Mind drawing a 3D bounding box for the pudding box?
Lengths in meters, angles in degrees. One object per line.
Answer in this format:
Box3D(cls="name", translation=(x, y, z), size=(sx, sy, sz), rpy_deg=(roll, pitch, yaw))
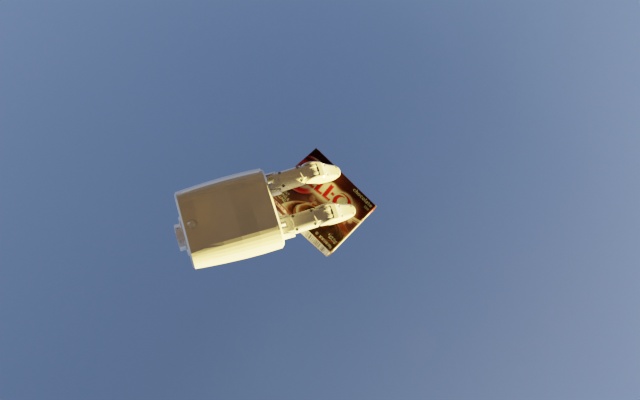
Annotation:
Box3D(cls="pudding box", translation=(0.000, 0.002, 0.616), size=(0.090, 0.113, 0.039), rpy_deg=(-44, -3, -21))
